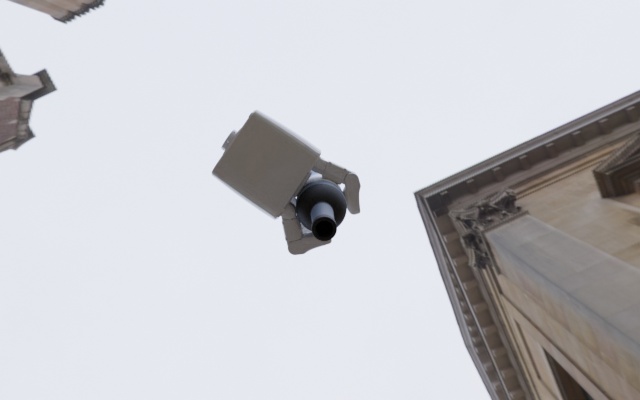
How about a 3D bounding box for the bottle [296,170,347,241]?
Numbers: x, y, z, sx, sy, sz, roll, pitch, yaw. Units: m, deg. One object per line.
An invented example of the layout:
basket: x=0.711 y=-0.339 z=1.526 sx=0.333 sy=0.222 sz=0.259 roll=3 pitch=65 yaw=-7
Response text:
bottle: x=0.000 y=0.002 z=0.654 sx=0.069 sy=0.069 sz=0.295 roll=0 pitch=11 yaw=-2
